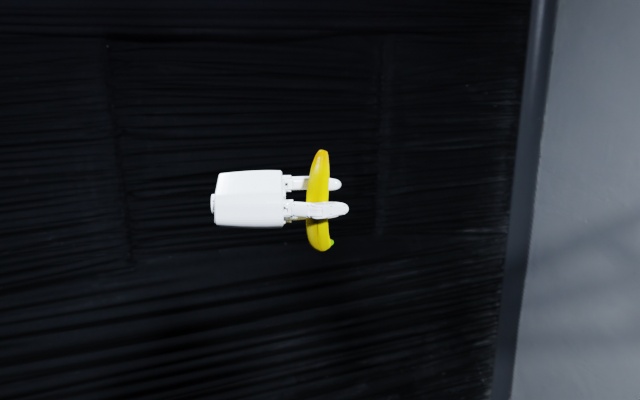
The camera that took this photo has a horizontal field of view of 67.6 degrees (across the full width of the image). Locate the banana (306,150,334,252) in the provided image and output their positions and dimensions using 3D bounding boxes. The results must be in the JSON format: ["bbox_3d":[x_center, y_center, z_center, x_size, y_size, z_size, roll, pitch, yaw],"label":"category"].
[{"bbox_3d":[-0.003,0.016,0.782,0.037,0.198,0.069,4,36,9],"label":"banana"}]
